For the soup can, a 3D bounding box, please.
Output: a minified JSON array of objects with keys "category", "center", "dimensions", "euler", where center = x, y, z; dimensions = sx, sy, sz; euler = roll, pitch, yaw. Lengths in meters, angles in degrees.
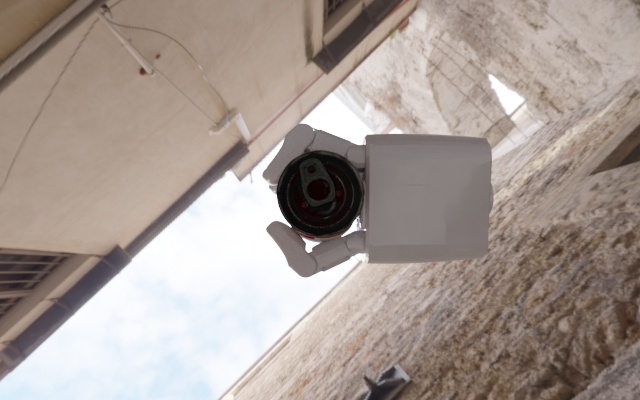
[{"category":"soup can","center":[0.000,0.002,0.415],"dimensions":[0.068,0.068,0.102],"euler":[0,-8,0]}]
